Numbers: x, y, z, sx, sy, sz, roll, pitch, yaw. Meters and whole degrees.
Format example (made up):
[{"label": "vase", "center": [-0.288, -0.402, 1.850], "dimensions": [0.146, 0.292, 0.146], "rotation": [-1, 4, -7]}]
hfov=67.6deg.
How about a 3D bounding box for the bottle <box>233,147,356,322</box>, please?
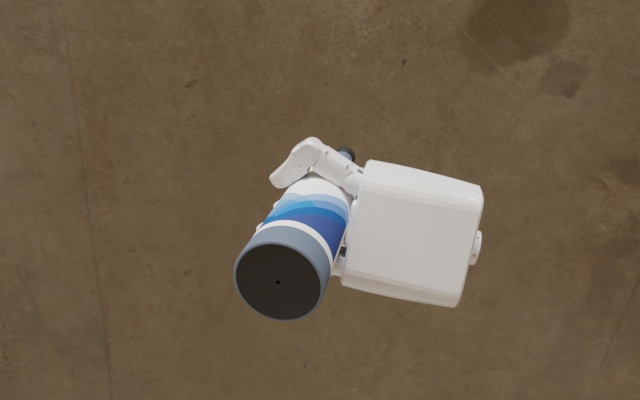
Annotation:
[{"label": "bottle", "center": [0.000, 0.002, 0.466], "dimensions": [0.069, 0.069, 0.295], "rotation": [0, 23, 13]}]
